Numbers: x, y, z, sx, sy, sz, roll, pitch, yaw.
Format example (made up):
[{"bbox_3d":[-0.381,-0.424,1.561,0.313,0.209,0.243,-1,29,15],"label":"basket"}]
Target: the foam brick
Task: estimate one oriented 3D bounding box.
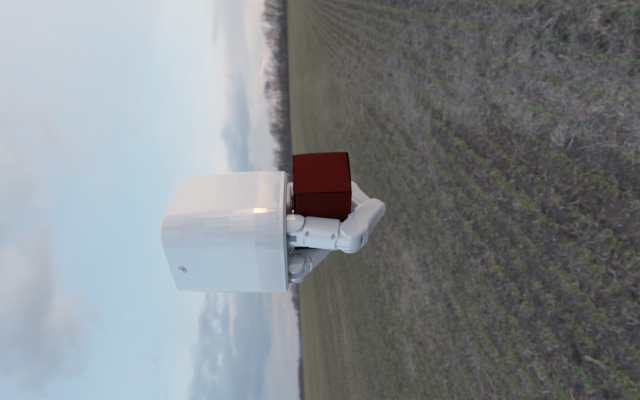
[{"bbox_3d":[0.000,0.001,0.440,0.051,0.078,0.053,-1,45,-2],"label":"foam brick"}]
